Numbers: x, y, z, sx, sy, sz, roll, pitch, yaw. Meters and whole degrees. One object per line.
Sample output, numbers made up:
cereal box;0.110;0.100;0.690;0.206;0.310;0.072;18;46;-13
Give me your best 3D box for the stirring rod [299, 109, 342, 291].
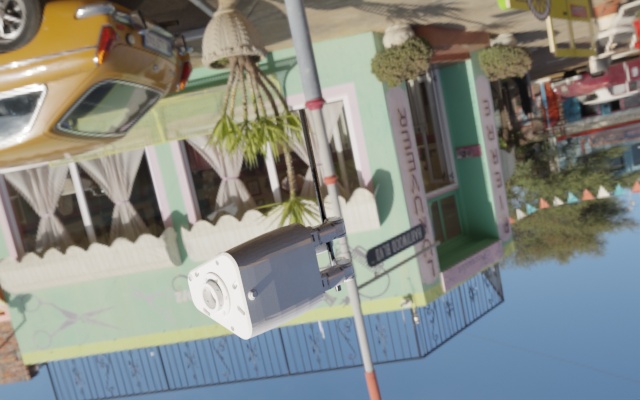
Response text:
stirring rod;0.000;0.002;0.618;0.011;0.239;0.011;-11;7;1
